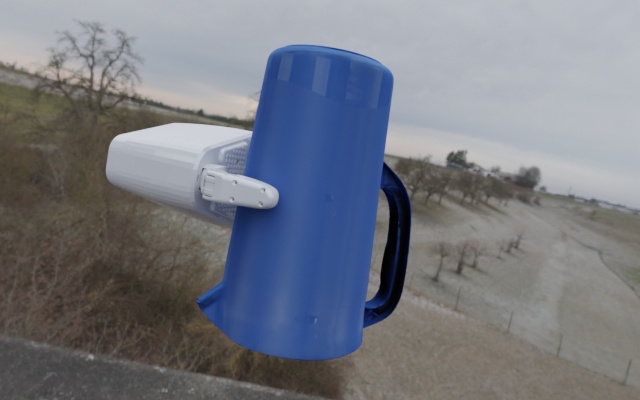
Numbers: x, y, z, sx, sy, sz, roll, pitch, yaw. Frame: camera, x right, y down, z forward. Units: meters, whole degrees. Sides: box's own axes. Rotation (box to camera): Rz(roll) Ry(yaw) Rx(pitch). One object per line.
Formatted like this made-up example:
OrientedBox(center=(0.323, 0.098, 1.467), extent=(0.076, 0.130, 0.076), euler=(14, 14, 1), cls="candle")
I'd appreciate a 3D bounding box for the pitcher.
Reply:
OrientedBox(center=(0.000, 0.001, 0.418), extent=(0.145, 0.243, 0.149), euler=(12, 6, 24), cls="pitcher")
